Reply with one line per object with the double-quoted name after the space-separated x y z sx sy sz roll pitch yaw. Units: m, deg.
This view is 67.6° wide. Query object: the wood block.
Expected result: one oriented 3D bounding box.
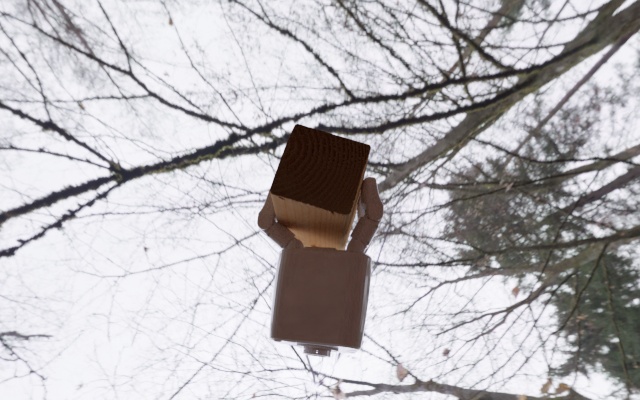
0.000 0.002 0.604 0.091 0.090 0.206 17 -21 6 "wood block"
